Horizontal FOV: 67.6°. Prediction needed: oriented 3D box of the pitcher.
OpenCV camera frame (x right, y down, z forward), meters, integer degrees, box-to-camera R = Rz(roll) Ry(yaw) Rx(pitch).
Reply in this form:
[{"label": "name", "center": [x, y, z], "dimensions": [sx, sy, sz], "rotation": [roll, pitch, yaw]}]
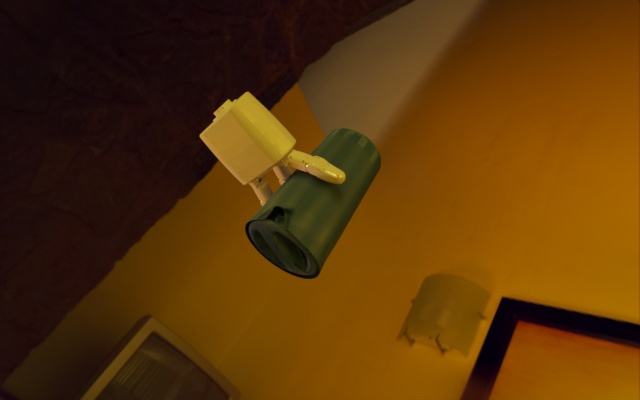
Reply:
[{"label": "pitcher", "center": [0.000, 0.002, 0.778], "dimensions": [0.149, 0.145, 0.242], "rotation": [-23, 26, 55]}]
